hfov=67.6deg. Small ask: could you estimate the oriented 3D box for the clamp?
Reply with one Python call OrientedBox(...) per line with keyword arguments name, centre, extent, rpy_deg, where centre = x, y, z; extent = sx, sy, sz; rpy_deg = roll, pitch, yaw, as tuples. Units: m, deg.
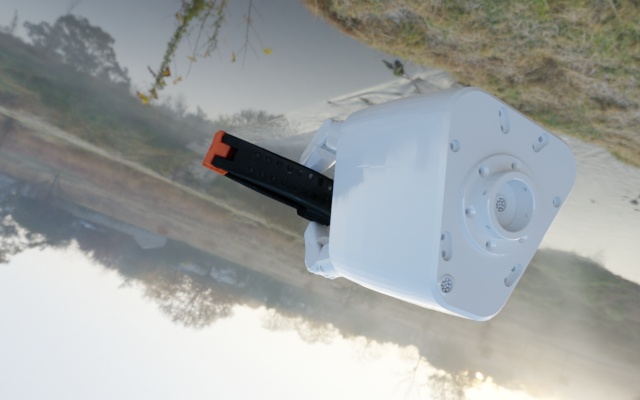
OrientedBox(name="clamp", centre=(-0.001, 0.002, 0.402), extent=(0.210, 0.036, 0.164), rpy_deg=(24, -7, -23))
